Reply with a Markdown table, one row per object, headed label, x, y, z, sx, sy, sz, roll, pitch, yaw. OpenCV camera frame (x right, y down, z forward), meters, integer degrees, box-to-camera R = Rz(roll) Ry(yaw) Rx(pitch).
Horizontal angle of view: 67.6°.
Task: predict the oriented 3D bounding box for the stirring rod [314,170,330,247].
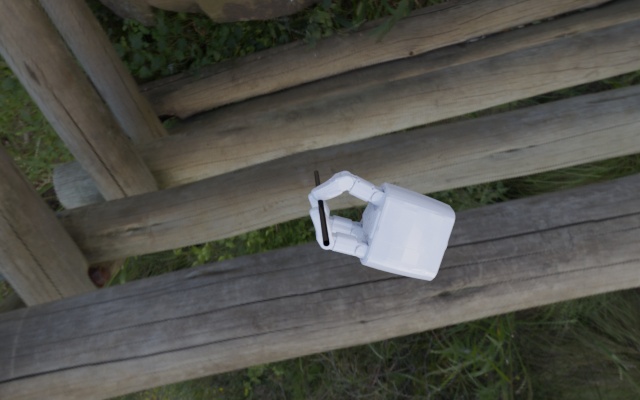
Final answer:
| label | x | y | z | sx | sy | sz | roll | pitch | yaw |
| --- | --- | --- | --- | --- | --- | --- | --- | --- | --- |
| stirring rod | 0.000 | 0.002 | 0.648 | 0.011 | 0.011 | 0.239 | 0 | 23 | -3 |
